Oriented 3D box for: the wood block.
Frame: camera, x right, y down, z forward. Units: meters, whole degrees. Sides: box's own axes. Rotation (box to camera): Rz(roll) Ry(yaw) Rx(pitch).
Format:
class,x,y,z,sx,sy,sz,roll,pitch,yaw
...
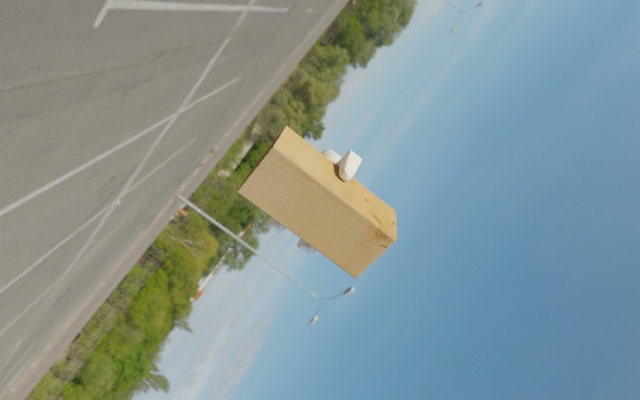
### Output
class,x,y,z,sx,sy,sz,roll,pitch,yaw
wood block,0.000,0.002,0.675,0.206,0.091,0.090,37,25,-10
